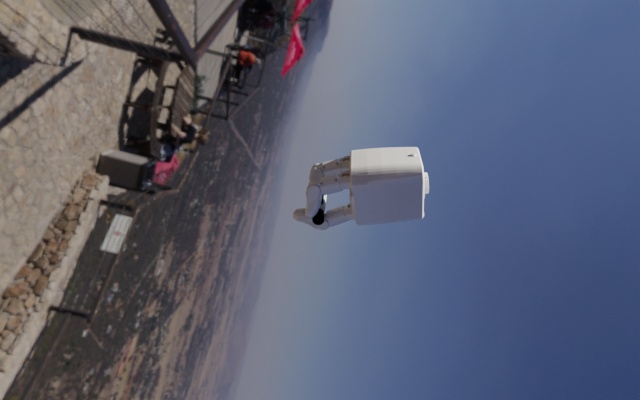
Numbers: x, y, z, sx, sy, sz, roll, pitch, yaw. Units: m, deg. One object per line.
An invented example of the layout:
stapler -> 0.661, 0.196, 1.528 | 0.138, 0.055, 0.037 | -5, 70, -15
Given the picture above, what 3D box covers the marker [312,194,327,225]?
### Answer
marker -> 0.000, 0.003, 0.781 | 0.020, 0.020, 0.121 | 0, 30, 5
